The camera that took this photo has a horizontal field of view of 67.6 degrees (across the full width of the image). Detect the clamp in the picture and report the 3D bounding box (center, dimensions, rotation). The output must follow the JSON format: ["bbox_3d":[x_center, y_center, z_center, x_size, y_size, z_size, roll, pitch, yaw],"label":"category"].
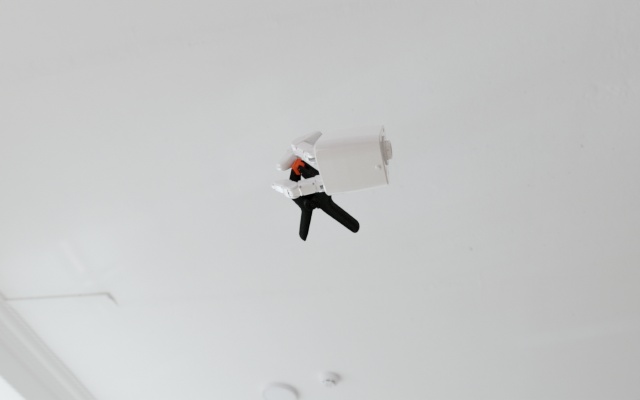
[{"bbox_3d":[0.000,0.002,0.851,0.120,0.172,0.039,-7,36,14],"label":"clamp"}]
